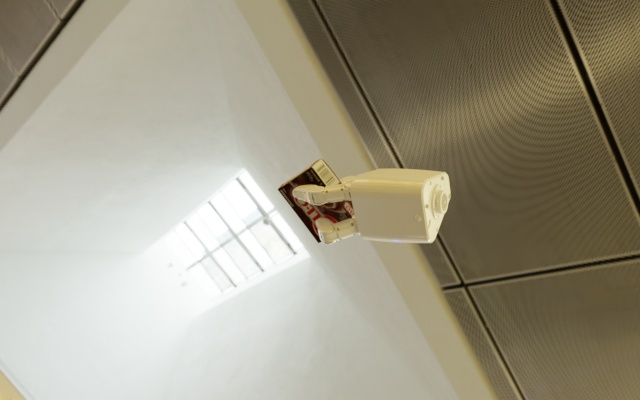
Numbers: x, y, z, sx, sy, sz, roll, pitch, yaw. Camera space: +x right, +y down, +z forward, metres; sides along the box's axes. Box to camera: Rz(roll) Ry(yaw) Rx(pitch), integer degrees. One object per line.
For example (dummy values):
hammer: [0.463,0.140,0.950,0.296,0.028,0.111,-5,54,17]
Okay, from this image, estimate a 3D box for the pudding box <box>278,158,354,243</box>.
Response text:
pudding box: [0.000,0.002,0.742,0.090,0.113,0.039,-31,7,43]
